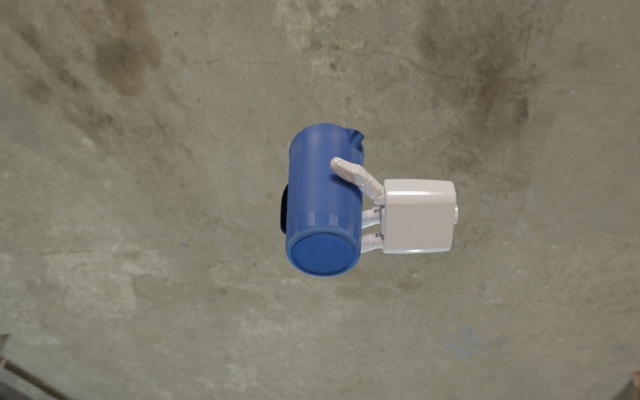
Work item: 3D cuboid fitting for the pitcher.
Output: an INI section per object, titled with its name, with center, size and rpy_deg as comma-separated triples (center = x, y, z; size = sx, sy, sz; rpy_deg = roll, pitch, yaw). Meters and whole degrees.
[pitcher]
center = 0.000, 0.002, 0.763
size = 0.145, 0.149, 0.242
rpy_deg = 2, 43, 1
